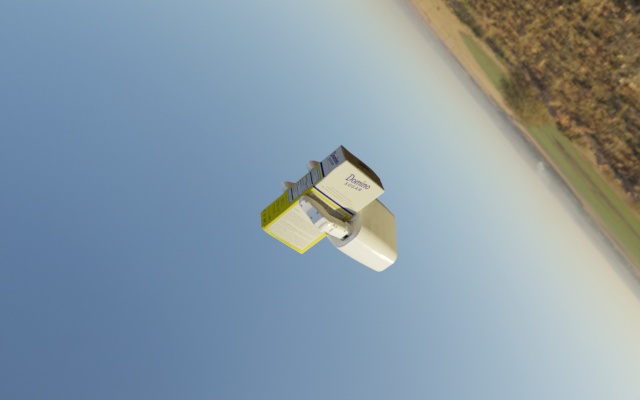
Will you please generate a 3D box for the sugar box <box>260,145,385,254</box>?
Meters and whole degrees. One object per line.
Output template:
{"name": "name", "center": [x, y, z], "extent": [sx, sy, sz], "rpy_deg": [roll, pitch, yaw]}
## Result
{"name": "sugar box", "center": [0.000, 0.002, 0.731], "extent": [0.176, 0.048, 0.093], "rpy_deg": [-39, -53, 21]}
